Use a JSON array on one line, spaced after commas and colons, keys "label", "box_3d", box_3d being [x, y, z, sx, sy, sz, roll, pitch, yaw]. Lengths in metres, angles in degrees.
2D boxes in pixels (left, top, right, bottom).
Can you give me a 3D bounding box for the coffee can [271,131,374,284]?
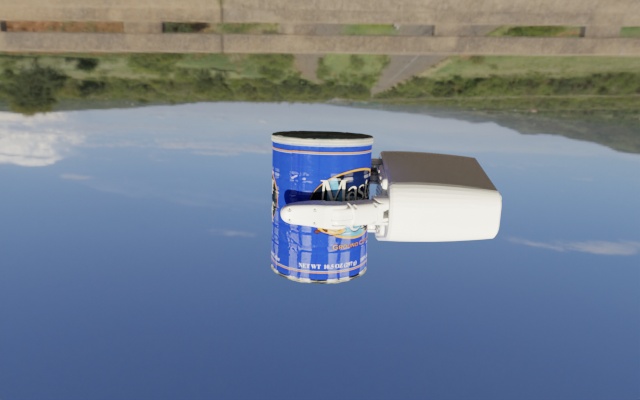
[{"label": "coffee can", "box_3d": [0.000, 0.001, 0.496, 0.103, 0.140, 0.102, 2, 12, 0]}]
